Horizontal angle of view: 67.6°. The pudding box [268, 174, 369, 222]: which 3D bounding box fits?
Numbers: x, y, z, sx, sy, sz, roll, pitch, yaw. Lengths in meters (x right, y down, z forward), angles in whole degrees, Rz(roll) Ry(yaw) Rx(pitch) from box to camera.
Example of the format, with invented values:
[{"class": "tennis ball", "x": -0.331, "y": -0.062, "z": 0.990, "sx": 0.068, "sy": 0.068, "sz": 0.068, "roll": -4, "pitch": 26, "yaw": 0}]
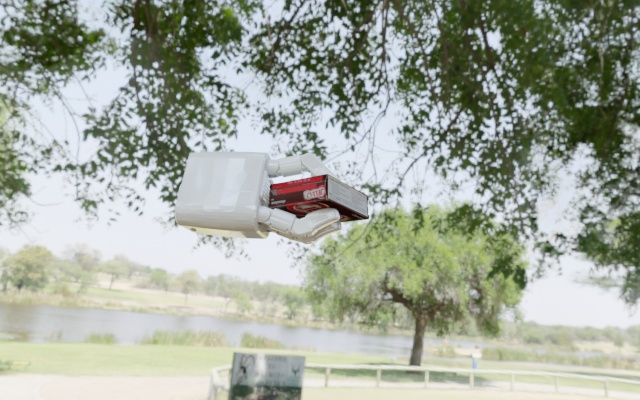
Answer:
[{"class": "pudding box", "x": 0.000, "y": 0.002, "z": 0.629, "sx": 0.090, "sy": 0.039, "sz": 0.113, "roll": -7, "pitch": -16, "yaw": 32}]
